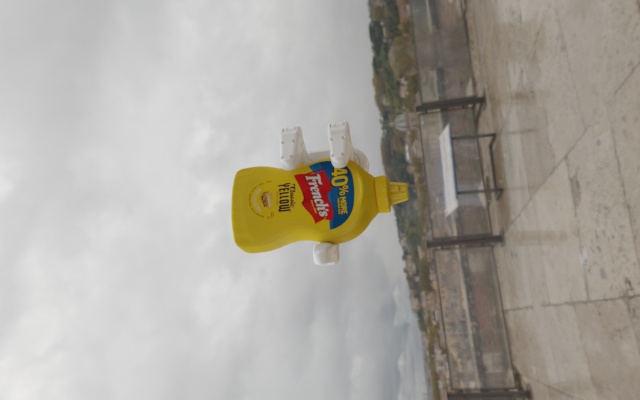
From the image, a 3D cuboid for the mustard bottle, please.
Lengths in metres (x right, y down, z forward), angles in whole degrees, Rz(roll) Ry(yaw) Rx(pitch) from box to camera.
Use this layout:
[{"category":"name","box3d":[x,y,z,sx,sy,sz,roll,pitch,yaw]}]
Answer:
[{"category":"mustard bottle","box3d":[0.000,0.002,0.528,0.191,0.096,0.058,-7,-23,10]}]
